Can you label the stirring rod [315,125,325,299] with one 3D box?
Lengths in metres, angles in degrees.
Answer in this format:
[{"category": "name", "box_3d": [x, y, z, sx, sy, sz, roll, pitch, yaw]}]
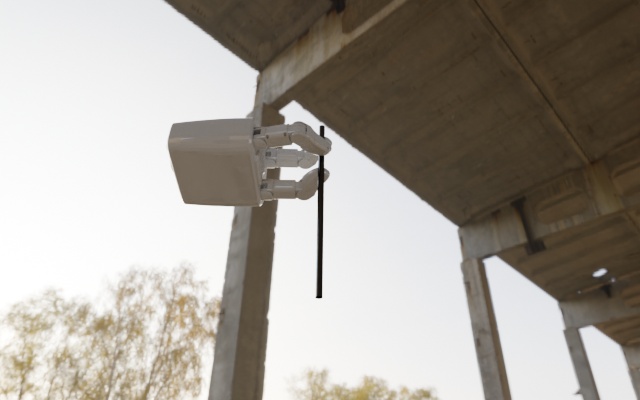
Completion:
[{"category": "stirring rod", "box_3d": [0.000, 0.002, 0.565, 0.011, 0.239, 0.011, 1, -34, 0]}]
